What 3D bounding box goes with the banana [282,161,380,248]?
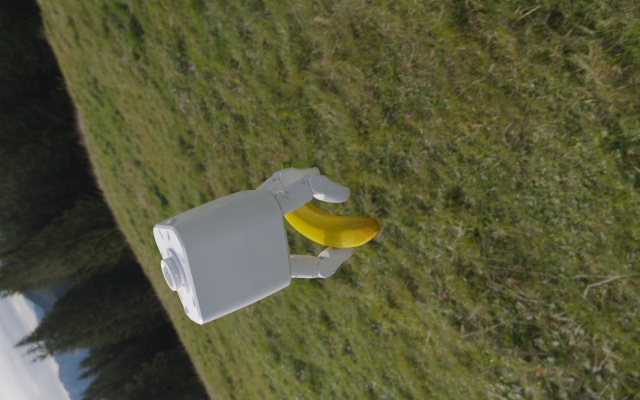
[{"bbox_3d":[-0.003,0.017,0.581,0.037,0.070,0.197,-14,32,-33],"label":"banana"}]
